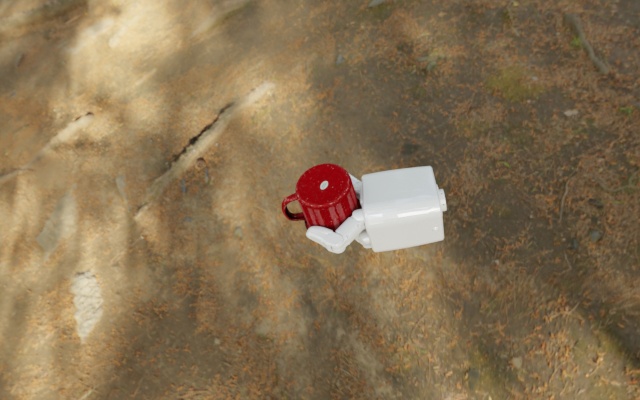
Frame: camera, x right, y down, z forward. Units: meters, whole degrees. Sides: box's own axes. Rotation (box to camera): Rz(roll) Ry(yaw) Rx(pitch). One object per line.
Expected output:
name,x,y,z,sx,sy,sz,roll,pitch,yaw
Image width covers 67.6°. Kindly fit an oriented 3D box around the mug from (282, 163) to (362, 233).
mug,-0.001,0.002,0.698,0.117,0.093,0.082,-9,-38,10
